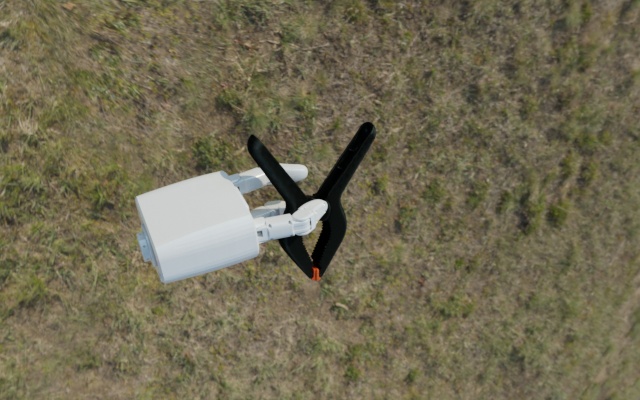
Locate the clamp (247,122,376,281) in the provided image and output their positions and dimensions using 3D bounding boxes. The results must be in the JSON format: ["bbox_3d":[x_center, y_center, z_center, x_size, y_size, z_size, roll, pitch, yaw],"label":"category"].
[{"bbox_3d":[0.000,0.003,0.596,0.164,0.210,0.036,-17,29,-22],"label":"clamp"}]
